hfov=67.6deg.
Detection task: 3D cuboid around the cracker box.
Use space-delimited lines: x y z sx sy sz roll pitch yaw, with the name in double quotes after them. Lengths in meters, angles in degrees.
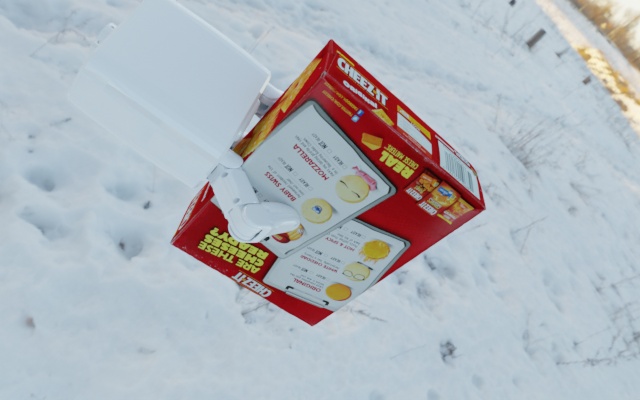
0.000 0.001 0.410 0.164 0.072 0.214 35 -55 -19 "cracker box"
